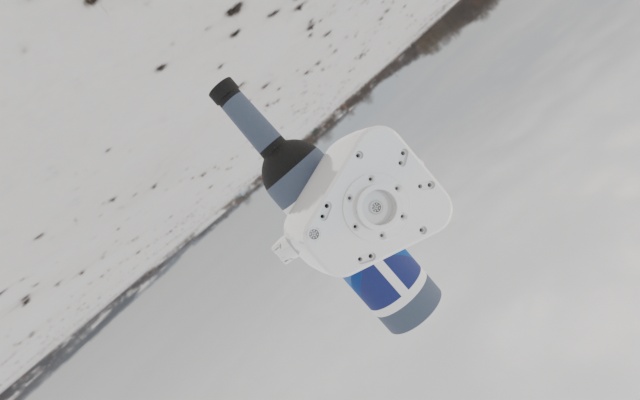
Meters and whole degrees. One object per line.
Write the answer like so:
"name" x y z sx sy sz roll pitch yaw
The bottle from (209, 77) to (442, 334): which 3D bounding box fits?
"bottle" 0.000 0.002 0.469 0.069 0.296 0.069 -41 6 5
